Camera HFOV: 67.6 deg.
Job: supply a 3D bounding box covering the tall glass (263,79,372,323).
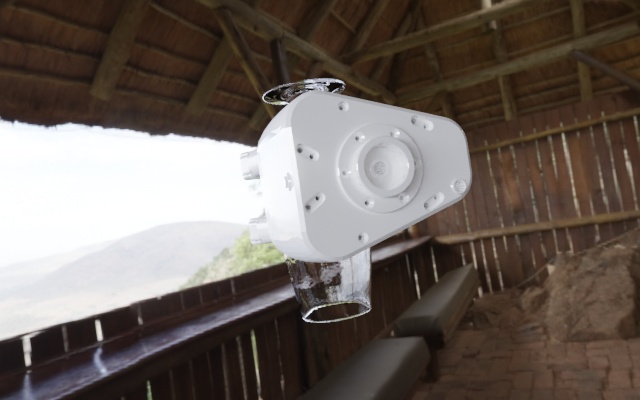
[{"bbox_3d":[0.000,0.001,0.423,0.079,0.201,0.079,-8,-1,0],"label":"tall glass"}]
